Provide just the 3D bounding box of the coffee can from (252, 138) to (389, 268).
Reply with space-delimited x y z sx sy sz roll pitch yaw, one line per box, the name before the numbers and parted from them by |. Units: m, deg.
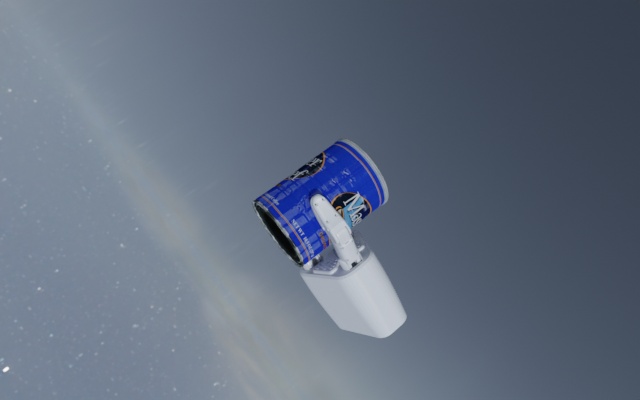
coffee can | 0.000 0.002 0.603 0.140 0.103 0.103 -37 11 -15
